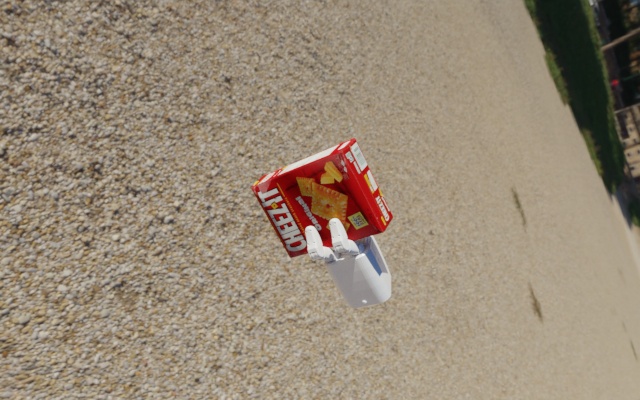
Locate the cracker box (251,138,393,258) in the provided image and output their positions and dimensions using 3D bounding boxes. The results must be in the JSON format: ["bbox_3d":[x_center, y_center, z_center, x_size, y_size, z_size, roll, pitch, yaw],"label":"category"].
[{"bbox_3d":[0.000,0.003,0.875,0.214,0.164,0.072,-19,15,32],"label":"cracker box"}]
